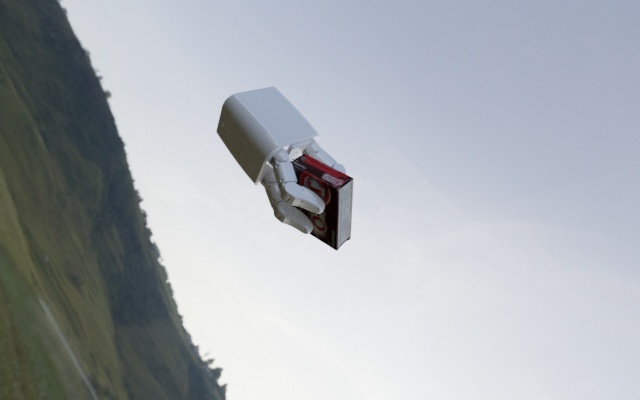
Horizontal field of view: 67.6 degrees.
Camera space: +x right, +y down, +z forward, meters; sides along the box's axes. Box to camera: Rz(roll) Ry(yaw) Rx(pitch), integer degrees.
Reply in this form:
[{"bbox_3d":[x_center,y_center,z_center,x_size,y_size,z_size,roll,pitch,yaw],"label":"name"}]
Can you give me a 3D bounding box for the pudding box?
[{"bbox_3d":[0.000,0.002,0.663,0.090,0.114,0.039,30,50,32],"label":"pudding box"}]
